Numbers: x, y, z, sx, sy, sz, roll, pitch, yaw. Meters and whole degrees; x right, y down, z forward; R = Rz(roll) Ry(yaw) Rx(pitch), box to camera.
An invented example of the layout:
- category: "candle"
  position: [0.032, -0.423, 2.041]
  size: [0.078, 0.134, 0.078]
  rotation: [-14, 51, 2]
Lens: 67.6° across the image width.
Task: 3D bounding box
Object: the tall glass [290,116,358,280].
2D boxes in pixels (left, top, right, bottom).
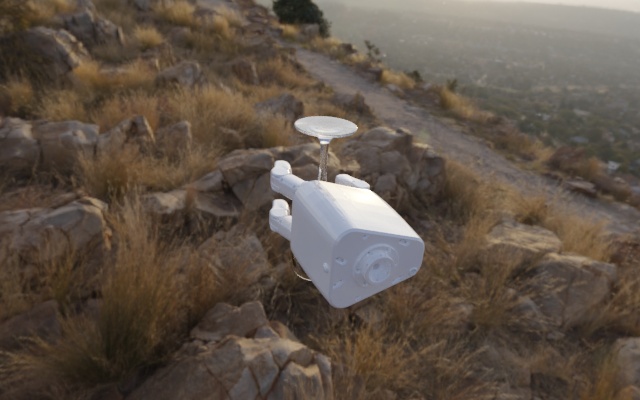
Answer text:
- category: "tall glass"
  position: [0.000, 0.001, 0.601]
  size: [0.079, 0.201, 0.079]
  rotation: [3, 26, -2]
